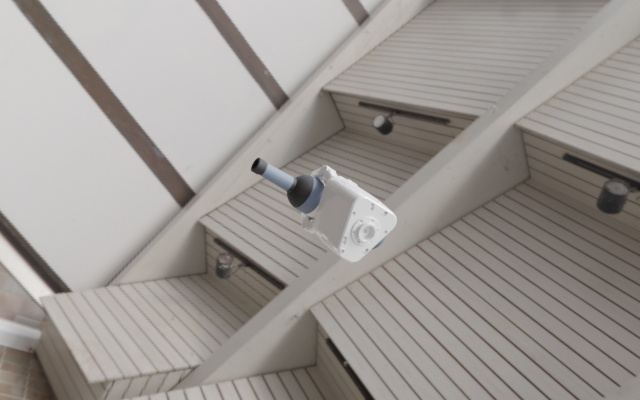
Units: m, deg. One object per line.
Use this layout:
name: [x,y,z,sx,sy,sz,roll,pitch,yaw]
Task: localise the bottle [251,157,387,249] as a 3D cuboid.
bottle: [0.000,0.003,0.884,0.296,0.069,0.069,30,-16,-29]
